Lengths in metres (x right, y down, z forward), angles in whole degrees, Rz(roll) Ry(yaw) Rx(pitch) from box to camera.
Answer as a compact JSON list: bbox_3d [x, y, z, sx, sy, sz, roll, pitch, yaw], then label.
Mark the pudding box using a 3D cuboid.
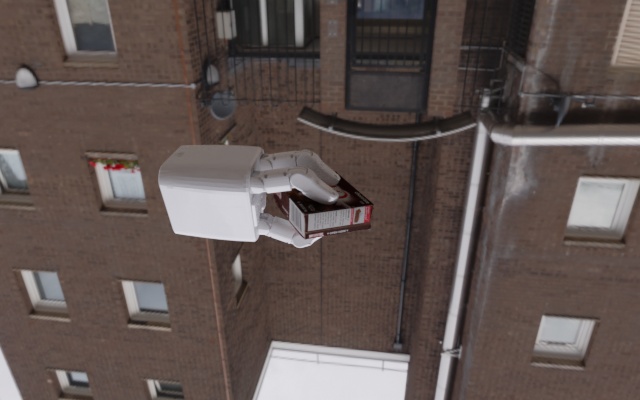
[{"bbox_3d":[0.000,0.002,0.592,0.090,0.039,0.113,-8,30,-22],"label":"pudding box"}]
